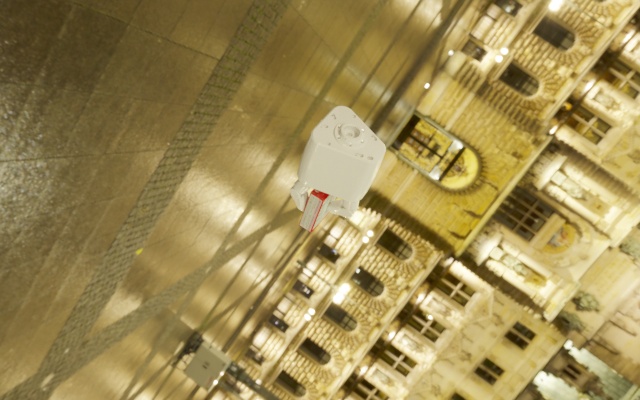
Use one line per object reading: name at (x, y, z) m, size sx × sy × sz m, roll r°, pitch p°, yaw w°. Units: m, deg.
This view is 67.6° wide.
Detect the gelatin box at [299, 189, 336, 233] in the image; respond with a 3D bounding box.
gelatin box at (0.000, 0.003, 0.843) m, size 0.030 × 0.089 × 0.073 m, roll 31°, pitch 44°, yaw 12°
